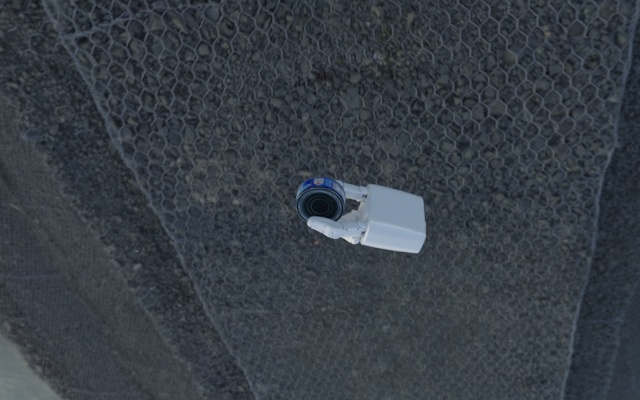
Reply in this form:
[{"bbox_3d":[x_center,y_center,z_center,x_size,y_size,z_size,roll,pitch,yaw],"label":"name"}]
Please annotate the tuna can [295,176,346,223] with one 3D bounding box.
[{"bbox_3d":[0.000,0.003,0.819,0.086,0.086,0.033,0,36,5],"label":"tuna can"}]
